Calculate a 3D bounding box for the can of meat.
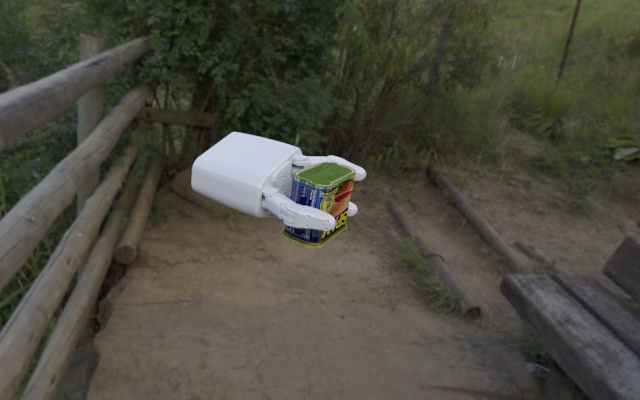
[{"bbox_3d":[0.000,0.002,0.610,0.057,0.084,0.102,20,24,23],"label":"can of meat"}]
